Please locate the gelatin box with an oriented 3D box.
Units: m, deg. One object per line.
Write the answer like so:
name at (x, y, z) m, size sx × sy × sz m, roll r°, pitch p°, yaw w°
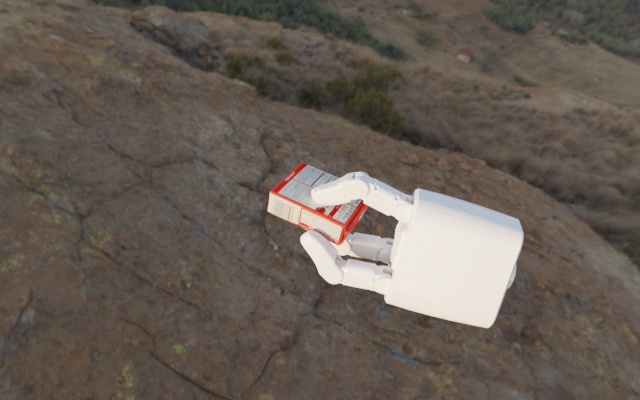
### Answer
gelatin box at (0.000, 0.001, 0.506) m, size 0.089 × 0.030 × 0.073 m, roll 24°, pitch 39°, yaw 14°
